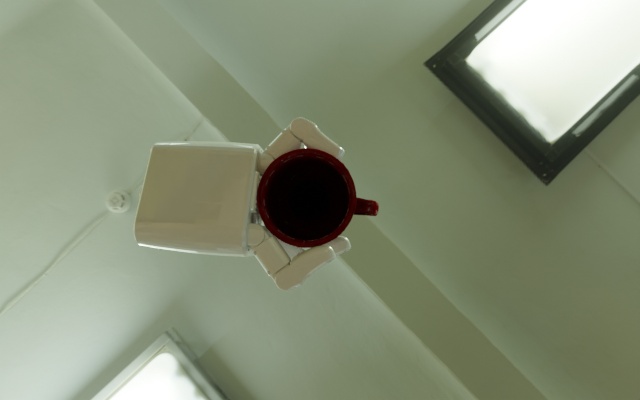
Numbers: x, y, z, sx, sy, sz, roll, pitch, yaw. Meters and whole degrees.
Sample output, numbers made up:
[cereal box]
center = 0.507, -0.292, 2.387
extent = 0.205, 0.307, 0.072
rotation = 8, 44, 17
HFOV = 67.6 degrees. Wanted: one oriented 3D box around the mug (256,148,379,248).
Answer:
[mug]
center = 0.002, 0.002, 0.482
extent = 0.117, 0.093, 0.081
rotation = 4, -5, 2
